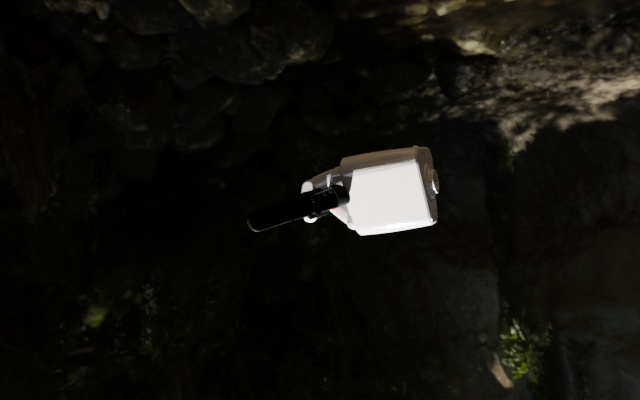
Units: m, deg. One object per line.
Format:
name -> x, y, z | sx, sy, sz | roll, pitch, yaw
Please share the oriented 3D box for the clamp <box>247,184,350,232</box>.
clamp -> 0.000, 0.003, 0.589 | 0.120, 0.039, 0.171 | -11, 4, 26
